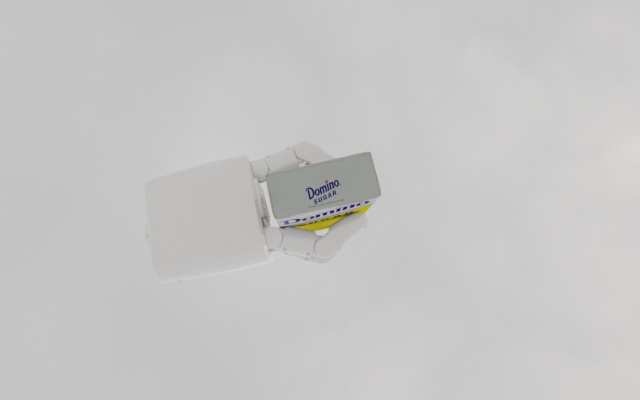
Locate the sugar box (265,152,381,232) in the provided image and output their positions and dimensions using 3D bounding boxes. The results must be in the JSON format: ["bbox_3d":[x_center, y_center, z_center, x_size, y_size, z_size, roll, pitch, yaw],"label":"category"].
[{"bbox_3d":[0.000,0.002,0.476,0.093,0.048,0.176,-13,-6,-3],"label":"sugar box"}]
